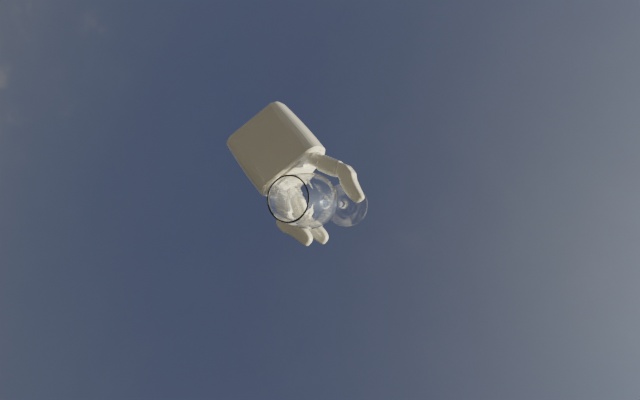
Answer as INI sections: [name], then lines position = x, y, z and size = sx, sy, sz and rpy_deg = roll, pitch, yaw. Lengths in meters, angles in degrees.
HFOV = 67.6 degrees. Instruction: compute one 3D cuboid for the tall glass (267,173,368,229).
[tall glass]
position = 0.001, 0.002, 0.694
size = 0.079, 0.079, 0.201
rpy_deg = 0, -2, 25
